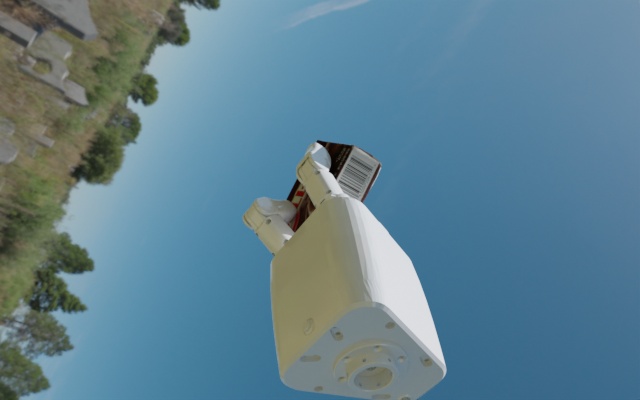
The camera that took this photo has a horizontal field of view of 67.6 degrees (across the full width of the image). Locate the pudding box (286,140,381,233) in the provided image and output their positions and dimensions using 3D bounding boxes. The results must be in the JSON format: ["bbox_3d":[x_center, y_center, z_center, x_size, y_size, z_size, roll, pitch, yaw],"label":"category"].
[{"bbox_3d":[0.000,0.002,0.449,0.039,0.113,0.090,30,-2,-24],"label":"pudding box"}]
